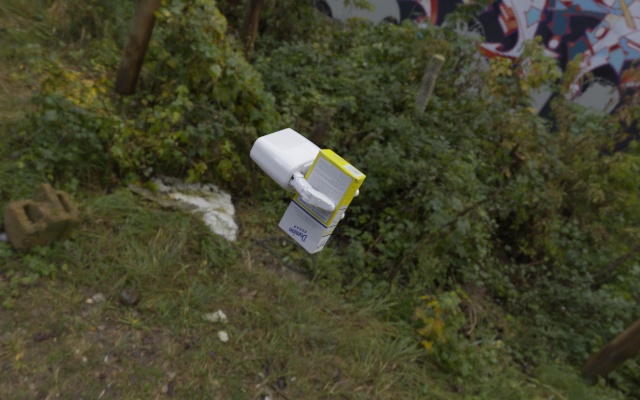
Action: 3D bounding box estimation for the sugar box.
[{"bbox_3d":[0.000,0.003,0.896,0.093,0.176,0.048,39,25,21],"label":"sugar box"}]
